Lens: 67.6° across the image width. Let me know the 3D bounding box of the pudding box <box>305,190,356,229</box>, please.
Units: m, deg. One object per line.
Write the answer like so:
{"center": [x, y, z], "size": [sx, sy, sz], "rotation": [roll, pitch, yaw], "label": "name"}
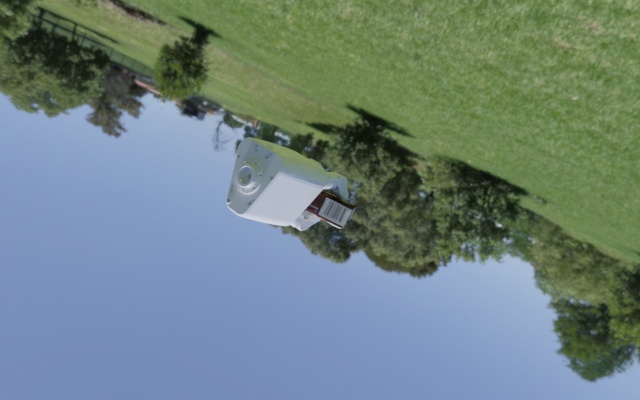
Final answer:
{"center": [0.000, 0.003, 0.790], "size": [0.113, 0.039, 0.090], "rotation": [29, 7, 5], "label": "pudding box"}
